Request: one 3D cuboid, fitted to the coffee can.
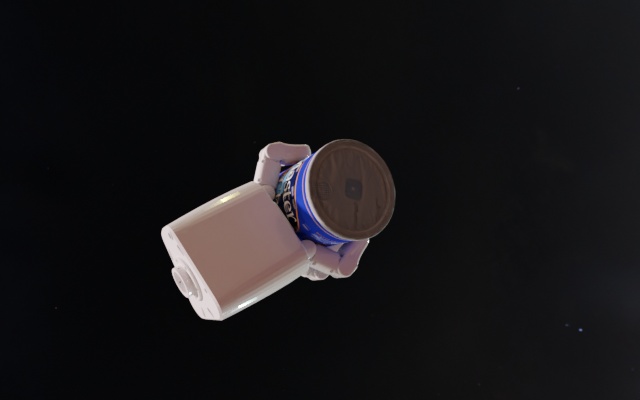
[{"bbox_3d":[0.000,0.002,0.531,0.103,0.103,0.140,0,-11,-29],"label":"coffee can"}]
